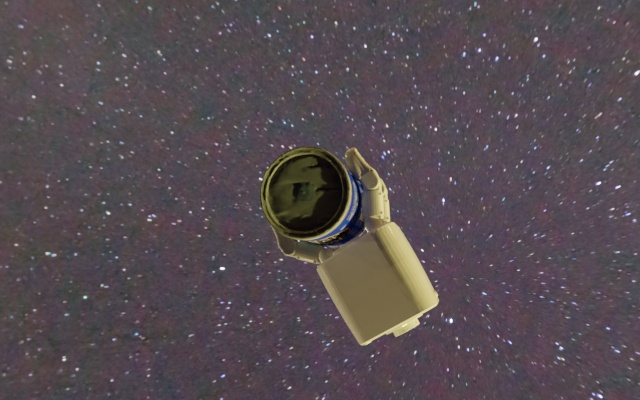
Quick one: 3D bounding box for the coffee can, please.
[{"bbox_3d":[0.000,0.002,0.580,0.103,0.103,0.140,0,-9,15],"label":"coffee can"}]
